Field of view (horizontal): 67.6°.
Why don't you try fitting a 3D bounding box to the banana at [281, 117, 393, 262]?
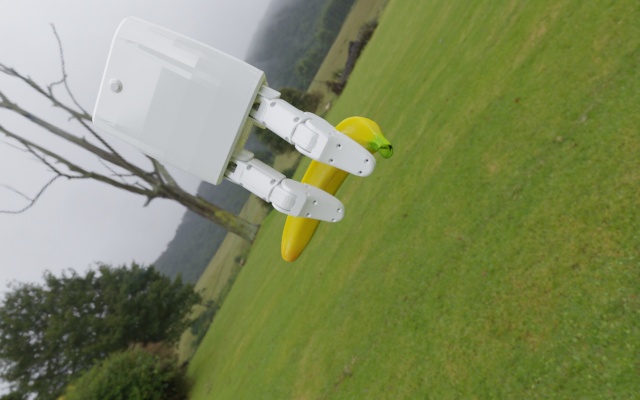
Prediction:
[{"bbox_3d":[0.005,-0.015,0.435,0.037,0.069,0.198,22,-39,-12],"label":"banana"}]
